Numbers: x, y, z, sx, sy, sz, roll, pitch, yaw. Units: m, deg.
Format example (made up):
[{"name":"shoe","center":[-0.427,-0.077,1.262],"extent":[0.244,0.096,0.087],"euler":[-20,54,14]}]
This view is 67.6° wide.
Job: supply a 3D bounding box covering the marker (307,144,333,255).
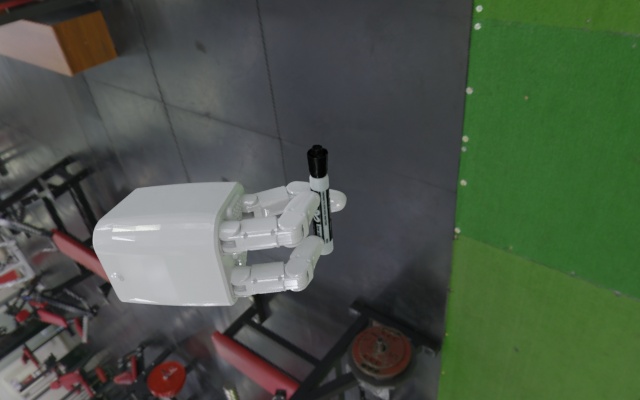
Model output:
[{"name":"marker","center":[0.000,0.001,0.447],"extent":[0.020,0.121,0.020],"euler":[-3,38,2]}]
